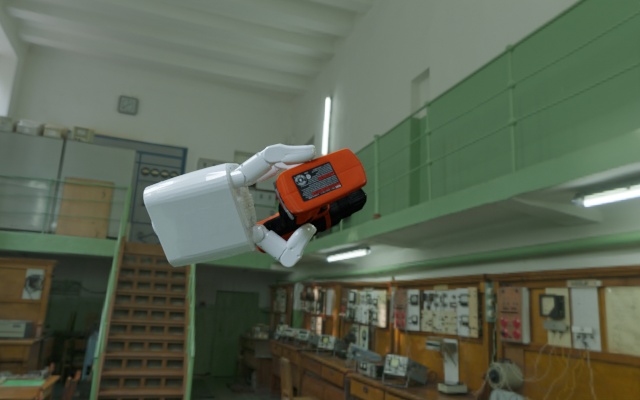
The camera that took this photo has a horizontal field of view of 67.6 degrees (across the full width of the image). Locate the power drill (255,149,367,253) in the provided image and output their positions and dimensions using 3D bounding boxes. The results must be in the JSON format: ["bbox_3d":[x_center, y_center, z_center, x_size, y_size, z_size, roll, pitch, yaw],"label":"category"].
[{"bbox_3d":[0.000,0.002,0.636,0.184,0.057,0.188,-25,-15,-19],"label":"power drill"}]
